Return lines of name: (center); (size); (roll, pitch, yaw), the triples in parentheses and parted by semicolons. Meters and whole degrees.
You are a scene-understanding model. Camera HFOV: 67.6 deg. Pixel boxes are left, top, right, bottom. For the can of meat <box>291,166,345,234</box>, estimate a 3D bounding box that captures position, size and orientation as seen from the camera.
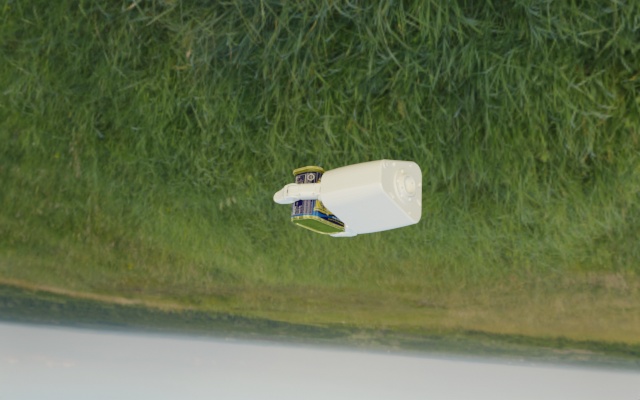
can of meat: (0.000, 0.003, 0.768); (0.057, 0.084, 0.102); (-10, -23, 39)
